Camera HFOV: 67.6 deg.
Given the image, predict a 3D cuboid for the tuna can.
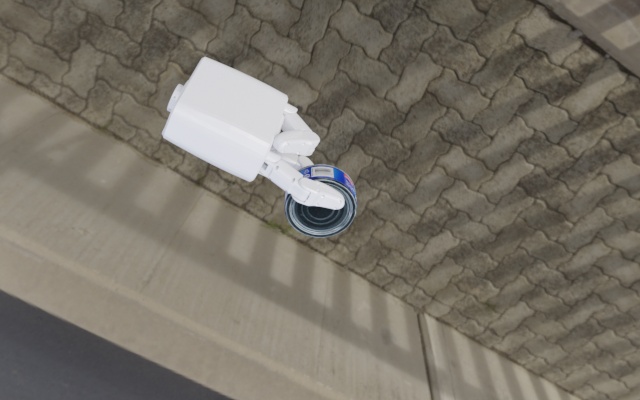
[{"bbox_3d":[0.000,0.002,0.564,0.086,0.086,0.033,0,34,-2],"label":"tuna can"}]
